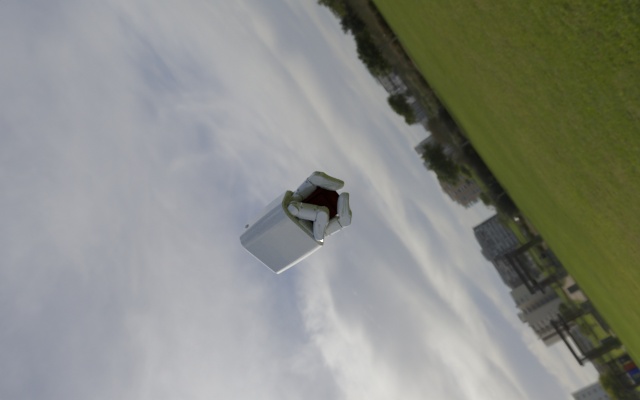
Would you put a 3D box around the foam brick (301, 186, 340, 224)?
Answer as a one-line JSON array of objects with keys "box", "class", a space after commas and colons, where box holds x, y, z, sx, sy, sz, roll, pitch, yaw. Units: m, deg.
[{"box": [0.000, 0.003, 0.861, 0.051, 0.053, 0.078, -36, 14, 17], "class": "foam brick"}]
